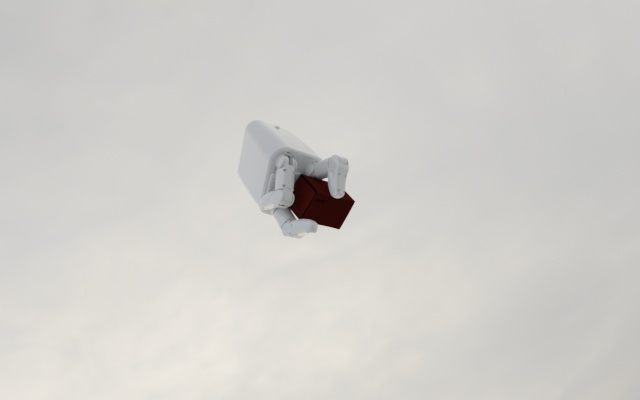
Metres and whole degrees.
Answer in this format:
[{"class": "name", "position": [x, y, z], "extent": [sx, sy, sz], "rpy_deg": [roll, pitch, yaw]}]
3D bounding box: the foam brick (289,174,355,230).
[{"class": "foam brick", "position": [0.000, 0.002, 0.696], "extent": [0.078, 0.053, 0.051], "rpy_deg": [15, 23, -41]}]
